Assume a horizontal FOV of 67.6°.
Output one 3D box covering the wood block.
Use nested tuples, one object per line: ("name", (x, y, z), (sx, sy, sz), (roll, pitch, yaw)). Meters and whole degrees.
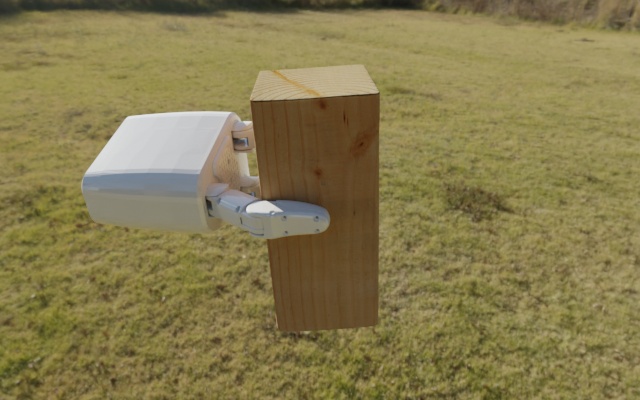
("wood block", (0.000, 0.001, 0.405), (0.090, 0.206, 0.090), (-4, 28, 0))
